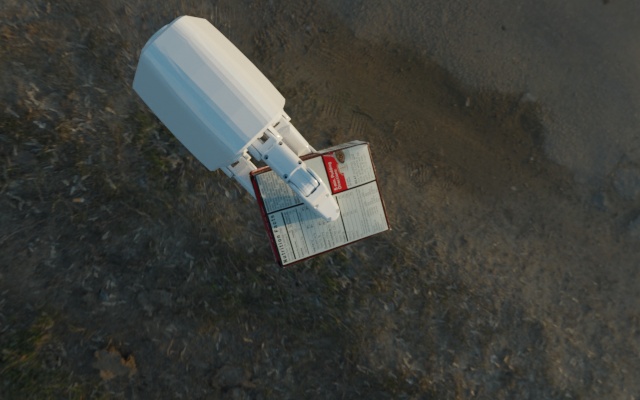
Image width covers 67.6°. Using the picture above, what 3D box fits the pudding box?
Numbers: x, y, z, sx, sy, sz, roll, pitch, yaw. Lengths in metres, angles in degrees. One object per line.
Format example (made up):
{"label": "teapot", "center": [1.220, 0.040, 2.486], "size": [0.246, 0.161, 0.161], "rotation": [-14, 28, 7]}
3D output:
{"label": "pudding box", "center": [0.000, 0.001, 0.443], "size": [0.113, 0.090, 0.039], "rotation": [-17, 10, -10]}
